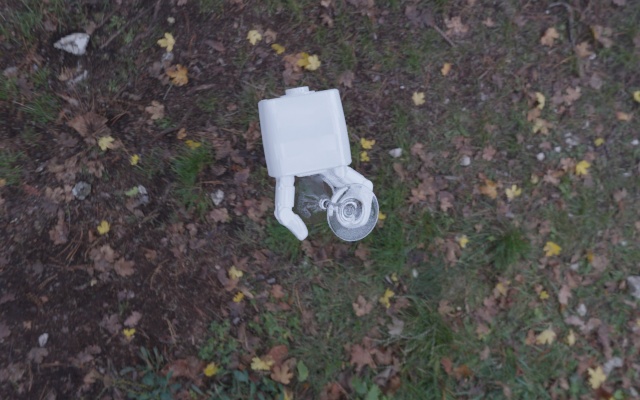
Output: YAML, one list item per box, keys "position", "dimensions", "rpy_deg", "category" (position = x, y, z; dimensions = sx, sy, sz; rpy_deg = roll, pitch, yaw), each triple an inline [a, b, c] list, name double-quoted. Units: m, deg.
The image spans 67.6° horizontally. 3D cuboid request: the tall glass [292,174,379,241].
- position: [0.000, 0.003, 0.693]
  dimensions: [0.079, 0.079, 0.201]
  rpy_deg: [0, 7, -25]
  category: "tall glass"
